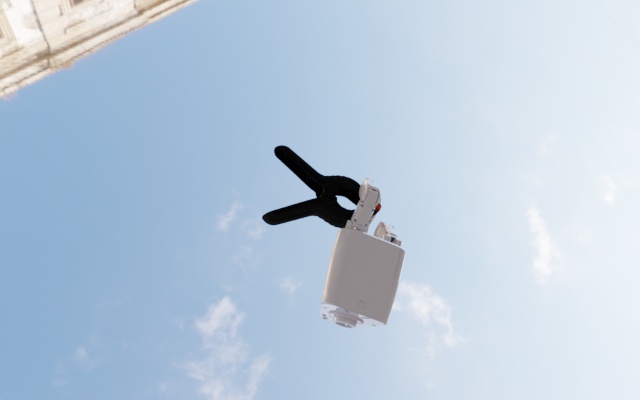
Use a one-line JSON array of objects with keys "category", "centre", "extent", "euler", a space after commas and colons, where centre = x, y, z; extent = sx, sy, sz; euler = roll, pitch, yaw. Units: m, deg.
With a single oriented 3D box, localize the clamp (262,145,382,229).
[{"category": "clamp", "centre": [0.000, 0.002, 0.662], "extent": [0.171, 0.120, 0.039], "euler": [22, -24, -10]}]
